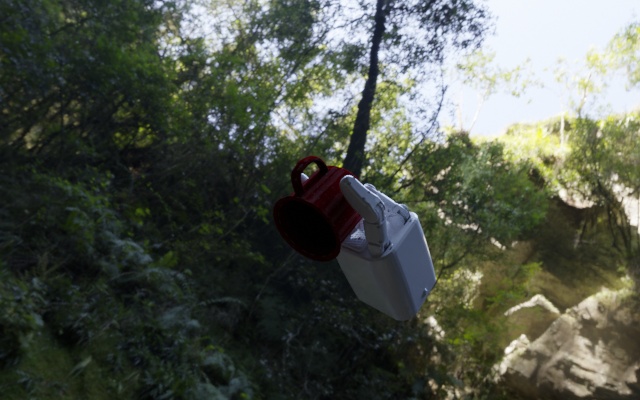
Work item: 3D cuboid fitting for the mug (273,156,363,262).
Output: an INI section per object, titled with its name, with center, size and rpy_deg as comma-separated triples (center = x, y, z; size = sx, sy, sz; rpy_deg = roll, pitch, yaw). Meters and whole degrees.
[mug]
center = 0.000, 0.001, 0.563
size = 0.093, 0.117, 0.081
rpy_deg = 0, 35, 41
